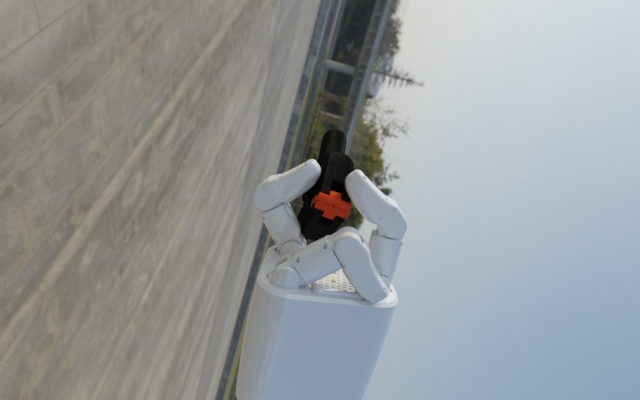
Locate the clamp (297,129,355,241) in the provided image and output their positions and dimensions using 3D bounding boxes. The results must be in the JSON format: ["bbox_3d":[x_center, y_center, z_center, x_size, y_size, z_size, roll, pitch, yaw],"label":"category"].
[{"bbox_3d":[0.001,0.002,0.441,0.039,0.120,0.171,13,15,-2],"label":"clamp"}]
